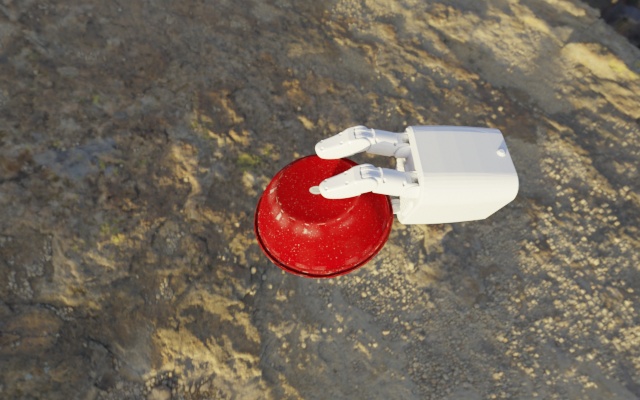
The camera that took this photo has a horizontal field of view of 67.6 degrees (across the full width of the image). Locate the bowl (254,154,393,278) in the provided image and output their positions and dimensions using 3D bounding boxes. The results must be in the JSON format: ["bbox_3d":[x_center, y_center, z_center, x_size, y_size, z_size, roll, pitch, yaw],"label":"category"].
[{"bbox_3d":[-0.001,0.002,0.529,0.162,0.162,0.055,0,-34,8],"label":"bowl"}]
